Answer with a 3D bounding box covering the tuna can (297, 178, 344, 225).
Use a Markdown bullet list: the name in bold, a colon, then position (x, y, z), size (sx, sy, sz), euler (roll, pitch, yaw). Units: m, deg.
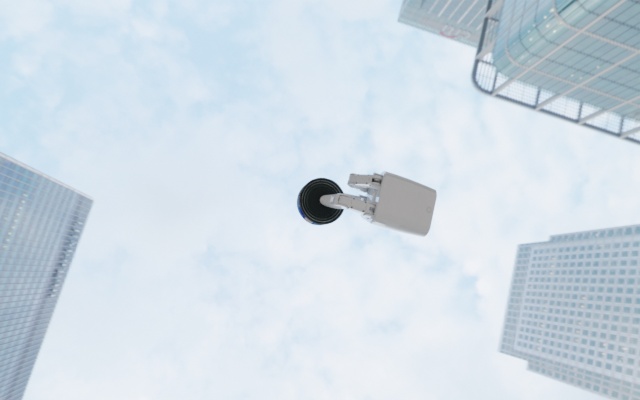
- **tuna can**: position (0.000, 0.003, 0.876), size (0.086, 0.086, 0.034), euler (0, -7, -14)
